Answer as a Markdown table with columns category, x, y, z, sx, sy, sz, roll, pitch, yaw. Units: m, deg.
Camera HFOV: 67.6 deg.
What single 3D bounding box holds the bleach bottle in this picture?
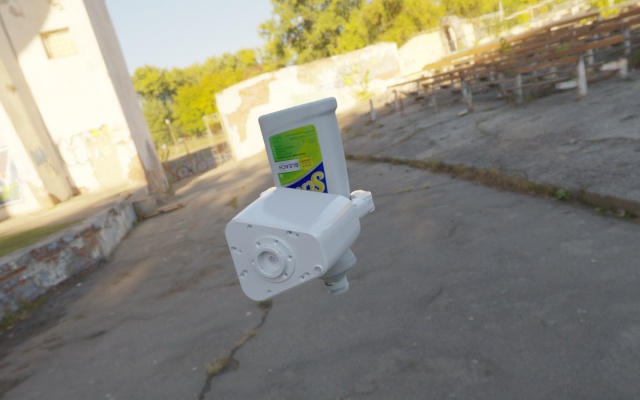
| category | x | y | z | sx | sy | sz | roll | pitch | yaw |
| --- | --- | --- | --- | --- | --- | --- | --- | --- | --- |
| bleach bottle | 0.000 | 0.002 | 0.615 | 0.102 | 0.251 | 0.068 | -10 | 13 | 24 |
